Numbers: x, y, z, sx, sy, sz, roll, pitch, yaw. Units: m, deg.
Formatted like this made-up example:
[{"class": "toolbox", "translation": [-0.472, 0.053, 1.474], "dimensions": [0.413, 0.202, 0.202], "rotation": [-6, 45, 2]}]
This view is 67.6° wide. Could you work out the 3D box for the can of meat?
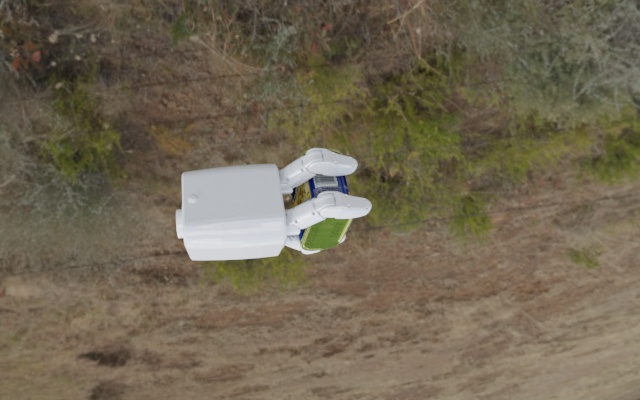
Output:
[{"class": "can of meat", "translation": [0.000, 0.002, 0.577], "dimensions": [0.057, 0.084, 0.102], "rotation": [-2, -33, -15]}]
